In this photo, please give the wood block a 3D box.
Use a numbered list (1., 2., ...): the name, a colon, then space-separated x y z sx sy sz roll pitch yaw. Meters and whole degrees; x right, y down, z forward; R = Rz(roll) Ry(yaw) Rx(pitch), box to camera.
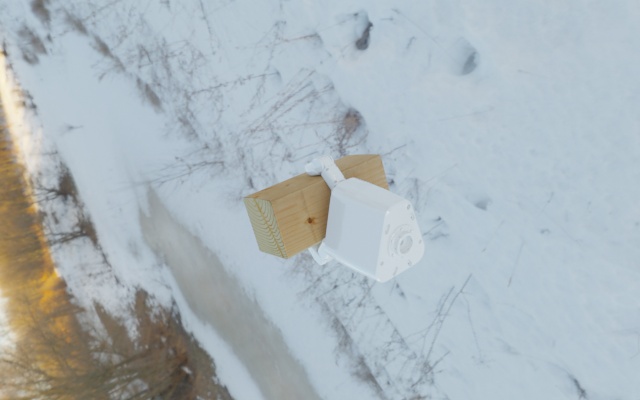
1. wood block: 0.000 0.002 0.738 0.206 0.091 0.090 -24 16 -30
